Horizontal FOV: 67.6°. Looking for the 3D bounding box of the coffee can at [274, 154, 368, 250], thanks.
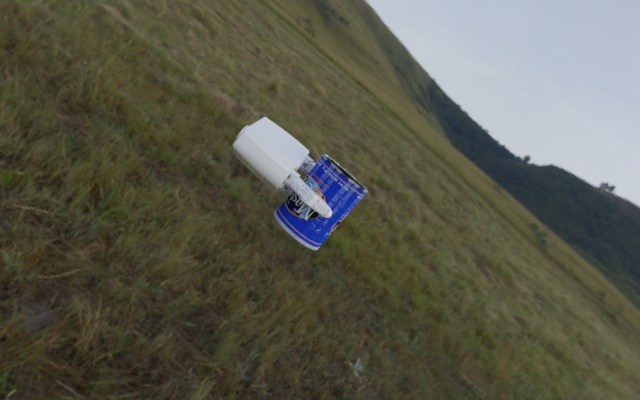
[{"bbox_3d":[0.000,0.003,0.849,0.103,0.140,0.103,40,9,-7],"label":"coffee can"}]
